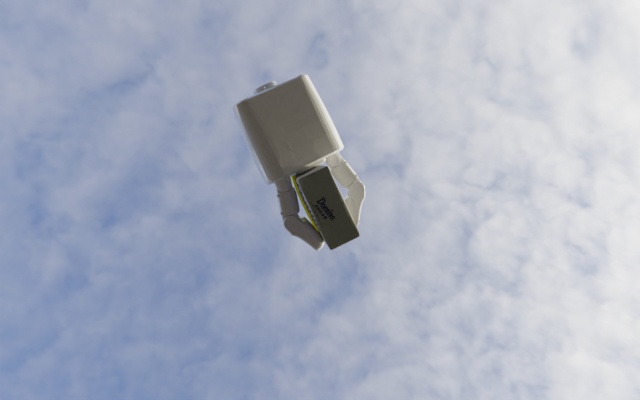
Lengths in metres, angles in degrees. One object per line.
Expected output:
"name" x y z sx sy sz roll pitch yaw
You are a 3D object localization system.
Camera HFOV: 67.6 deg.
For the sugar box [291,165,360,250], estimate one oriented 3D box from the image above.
"sugar box" 0.000 0.002 0.627 0.048 0.093 0.176 -25 6 -1
